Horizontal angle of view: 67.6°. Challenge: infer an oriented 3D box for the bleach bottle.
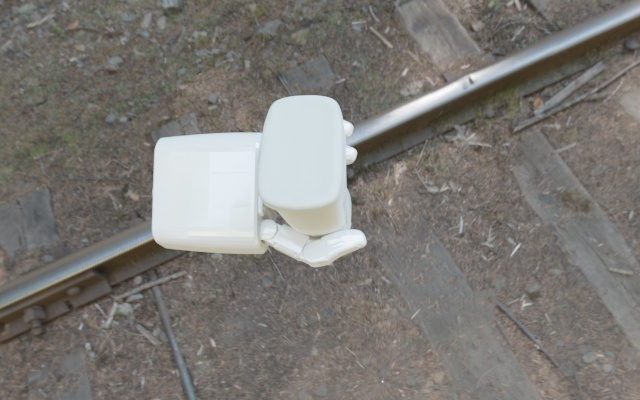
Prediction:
[{"bbox_3d":[0.000,0.001,0.483,0.068,0.102,0.251,0,-21,8],"label":"bleach bottle"}]
